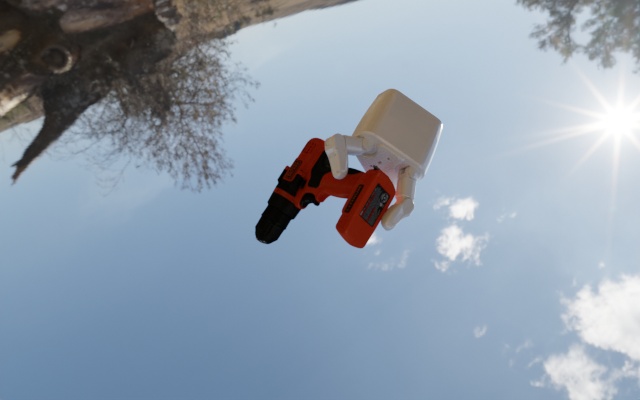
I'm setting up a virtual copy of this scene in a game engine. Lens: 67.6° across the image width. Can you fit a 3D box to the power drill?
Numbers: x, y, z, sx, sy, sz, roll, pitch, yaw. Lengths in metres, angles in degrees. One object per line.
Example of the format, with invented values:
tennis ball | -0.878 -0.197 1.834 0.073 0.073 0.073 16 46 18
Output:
power drill | 0.001 0.002 0.682 0.187 0.184 0.057 22 -12 46
